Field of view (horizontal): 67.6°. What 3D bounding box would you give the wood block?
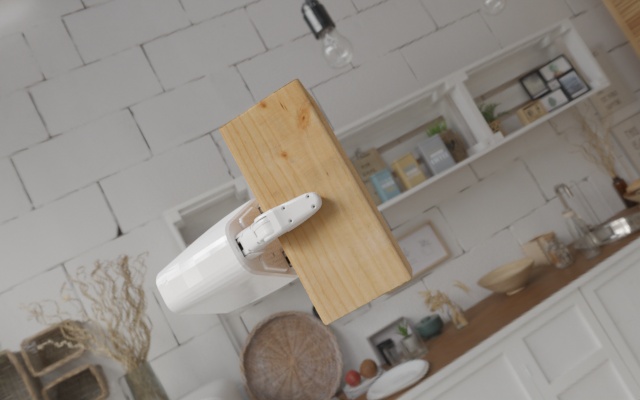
[{"bbox_3d":[0.000,0.002,0.466,0.090,0.206,0.091,-31,-7,9],"label":"wood block"}]
